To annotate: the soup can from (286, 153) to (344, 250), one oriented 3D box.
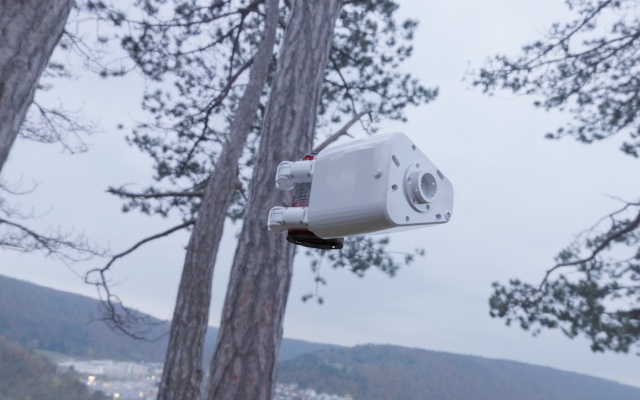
[{"bbox_3d":[0.000,0.002,0.571,0.068,0.102,0.068,8,-16,2],"label":"soup can"}]
